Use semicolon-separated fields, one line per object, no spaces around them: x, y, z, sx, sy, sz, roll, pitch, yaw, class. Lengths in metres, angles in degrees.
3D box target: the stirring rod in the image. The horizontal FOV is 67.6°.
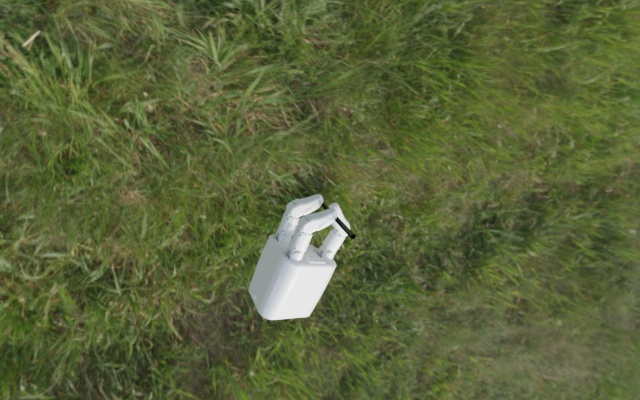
0.000;0.003;0.774;0.011;0.011;0.239;0;24;-25;stirring rod
